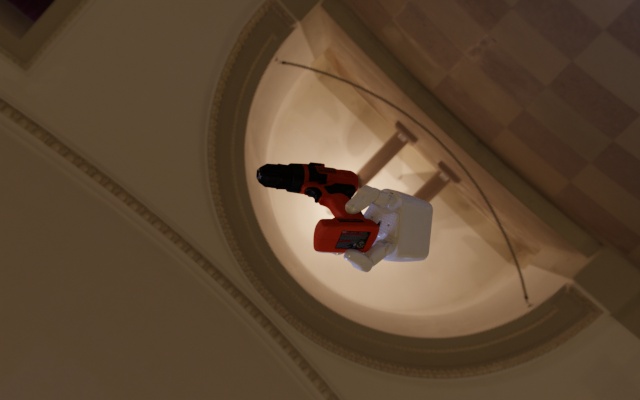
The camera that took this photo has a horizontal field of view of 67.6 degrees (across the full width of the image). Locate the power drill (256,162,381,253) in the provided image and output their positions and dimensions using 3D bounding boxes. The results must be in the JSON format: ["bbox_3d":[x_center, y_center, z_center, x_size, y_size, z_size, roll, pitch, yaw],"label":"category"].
[{"bbox_3d":[0.000,0.003,0.769,0.184,0.057,0.187,3,37,-23],"label":"power drill"}]
